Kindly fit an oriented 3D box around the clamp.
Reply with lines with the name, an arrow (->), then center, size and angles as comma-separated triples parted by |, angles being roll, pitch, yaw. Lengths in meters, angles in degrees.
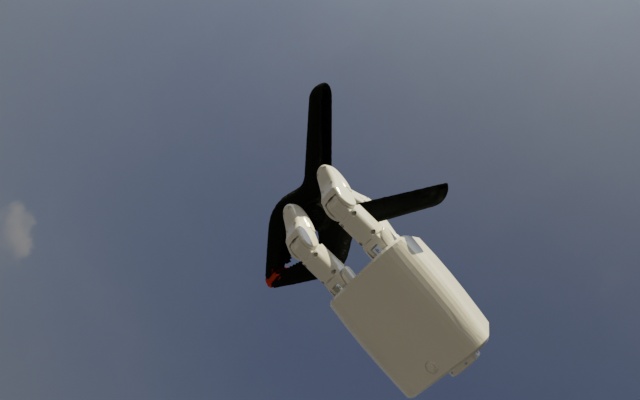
clamp -> 0.000, 0.002, 0.477 | 0.210, 0.164, 0.036 | -48, -20, 26
